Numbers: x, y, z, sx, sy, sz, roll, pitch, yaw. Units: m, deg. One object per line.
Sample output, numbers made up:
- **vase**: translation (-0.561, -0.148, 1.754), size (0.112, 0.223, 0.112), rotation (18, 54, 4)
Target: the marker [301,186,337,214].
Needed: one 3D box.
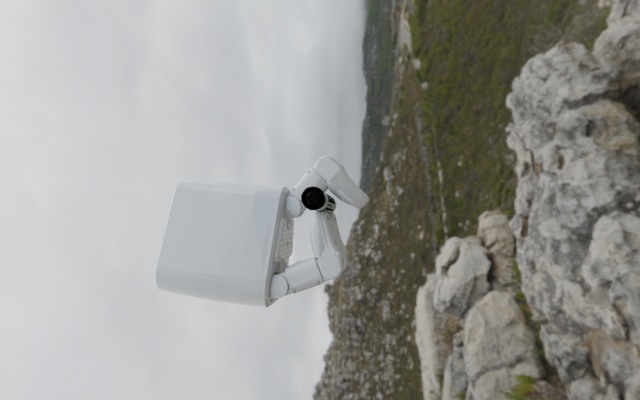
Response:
- **marker**: translation (0.000, 0.001, 0.426), size (0.020, 0.020, 0.121), rotation (0, -3, 7)
